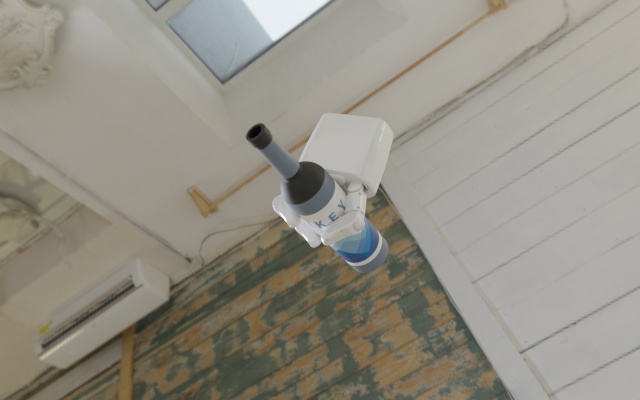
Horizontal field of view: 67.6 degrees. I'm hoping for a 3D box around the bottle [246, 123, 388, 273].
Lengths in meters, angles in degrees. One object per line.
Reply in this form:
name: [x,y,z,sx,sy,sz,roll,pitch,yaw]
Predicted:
bottle: [0.000,0.002,0.644,0.069,0.069,0.296,0,-33,38]
